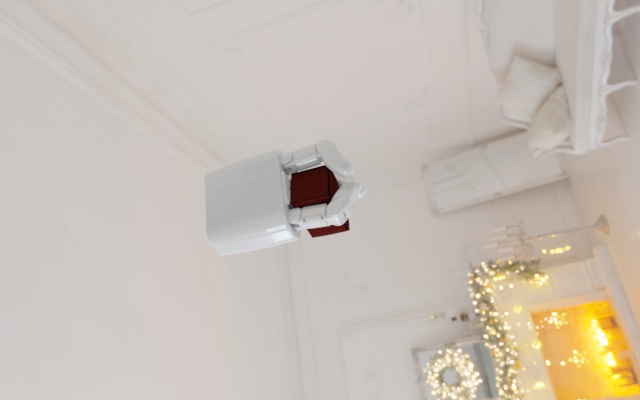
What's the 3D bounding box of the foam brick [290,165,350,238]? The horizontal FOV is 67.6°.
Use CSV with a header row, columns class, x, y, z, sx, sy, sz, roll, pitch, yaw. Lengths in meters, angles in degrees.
class,x,y,z,sx,sy,sz,roll,pitch,yaw
foam brick,0.000,0.002,0.603,0.051,0.053,0.078,-15,-42,13
